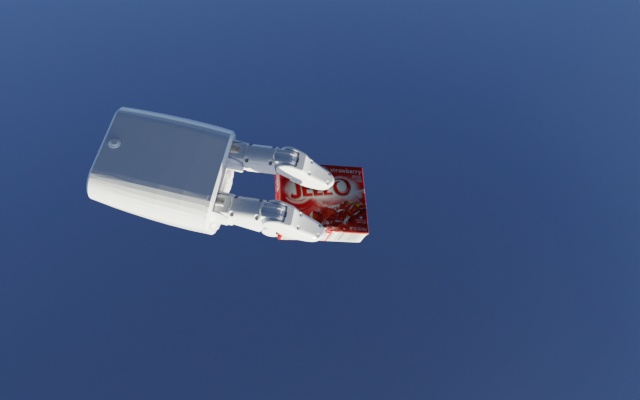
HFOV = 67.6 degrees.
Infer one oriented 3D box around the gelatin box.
[{"bbox_3d":[0.000,0.002,0.474,0.089,0.073,0.030,4,-24,-16],"label":"gelatin box"}]
